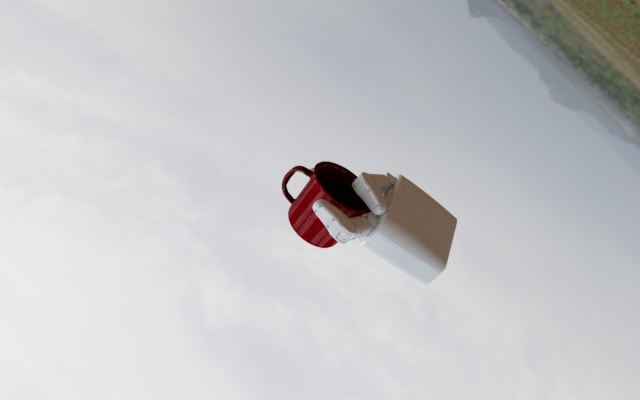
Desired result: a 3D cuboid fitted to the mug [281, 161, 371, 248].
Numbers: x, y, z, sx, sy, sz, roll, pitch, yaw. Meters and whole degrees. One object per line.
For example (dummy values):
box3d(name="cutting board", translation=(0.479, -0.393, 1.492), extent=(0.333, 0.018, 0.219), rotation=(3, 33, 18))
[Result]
box3d(name="mug", translation=(-0.001, 0.001, 0.628), extent=(0.117, 0.081, 0.093), rotation=(35, 31, -6))
